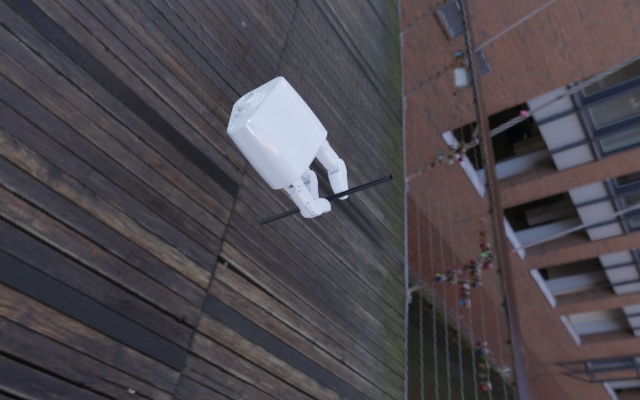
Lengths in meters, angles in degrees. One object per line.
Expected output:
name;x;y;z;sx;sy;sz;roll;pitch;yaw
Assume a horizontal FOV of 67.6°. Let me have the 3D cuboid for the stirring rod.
stirring rod;0.000;0.002;0.720;0.239;0.011;0.011;-20;-10;31
